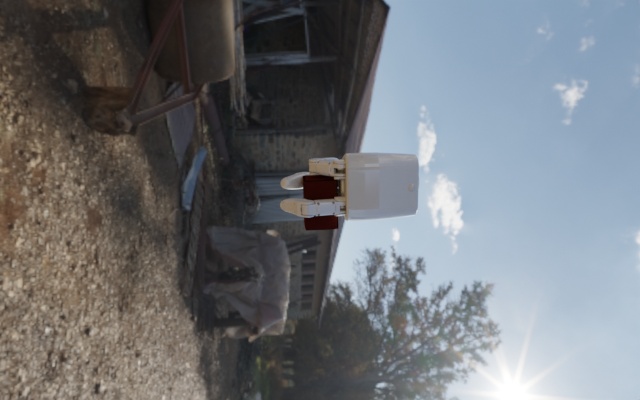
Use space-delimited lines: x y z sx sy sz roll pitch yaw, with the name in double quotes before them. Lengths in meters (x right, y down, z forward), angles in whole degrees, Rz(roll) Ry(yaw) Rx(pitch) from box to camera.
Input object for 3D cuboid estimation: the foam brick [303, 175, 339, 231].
"foam brick" 0.000 0.003 0.728 0.051 0.078 0.053 -2 13 -4
